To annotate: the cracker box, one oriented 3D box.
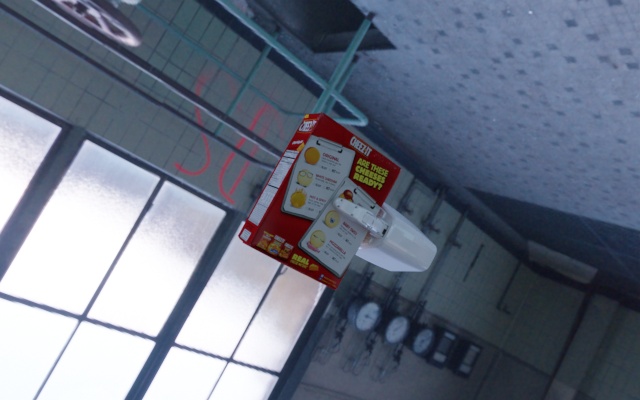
[{"bbox_3d":[0.000,0.003,0.717,0.164,0.213,0.072,31,-6,-27],"label":"cracker box"}]
